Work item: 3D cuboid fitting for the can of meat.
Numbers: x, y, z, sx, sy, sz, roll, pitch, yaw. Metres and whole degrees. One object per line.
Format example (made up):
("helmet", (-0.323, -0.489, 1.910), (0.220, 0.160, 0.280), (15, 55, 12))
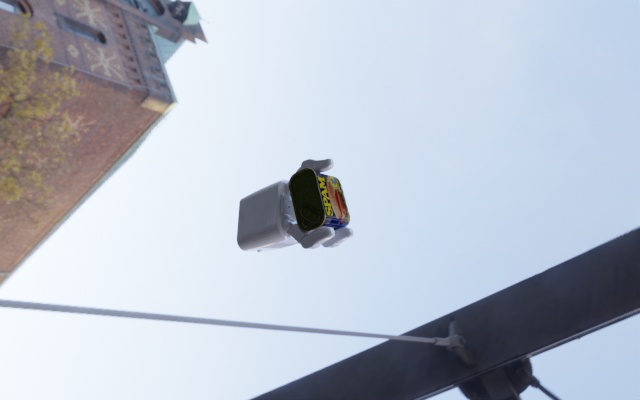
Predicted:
("can of meat", (0.000, 0.003, 0.807), (0.057, 0.102, 0.084), (-23, -18, 31))
